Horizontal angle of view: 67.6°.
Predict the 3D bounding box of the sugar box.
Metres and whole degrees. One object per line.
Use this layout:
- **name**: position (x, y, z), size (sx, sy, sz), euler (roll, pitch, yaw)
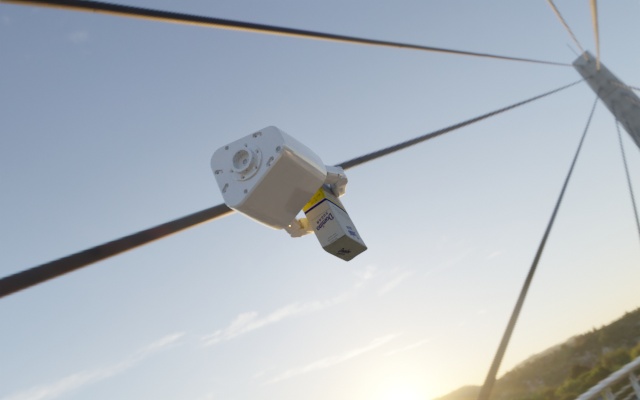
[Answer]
- **sugar box**: position (0.000, 0.003, 0.715), size (0.048, 0.176, 0.093), euler (-33, -29, 13)
